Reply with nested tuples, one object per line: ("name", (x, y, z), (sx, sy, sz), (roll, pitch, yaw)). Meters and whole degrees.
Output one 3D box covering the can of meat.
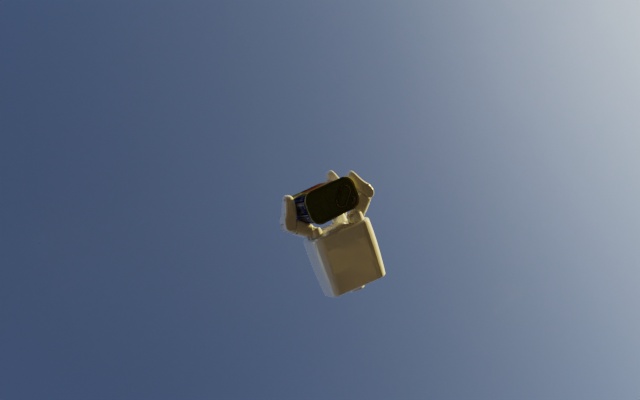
("can of meat", (0.000, 0.003, 0.812), (0.102, 0.057, 0.084), (-25, 8, -30))
